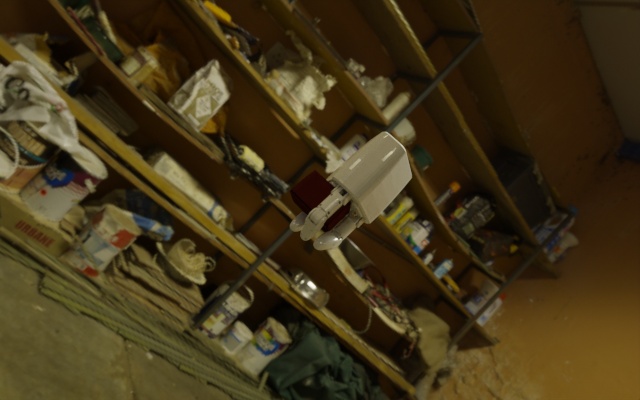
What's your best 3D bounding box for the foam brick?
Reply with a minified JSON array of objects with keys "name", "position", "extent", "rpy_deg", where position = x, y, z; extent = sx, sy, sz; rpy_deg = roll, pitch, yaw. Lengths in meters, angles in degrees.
[{"name":"foam brick","position":[0.000,0.002,0.724],"extent":[0.078,0.051,0.053],"rpy_deg":[44,-11,12]}]
